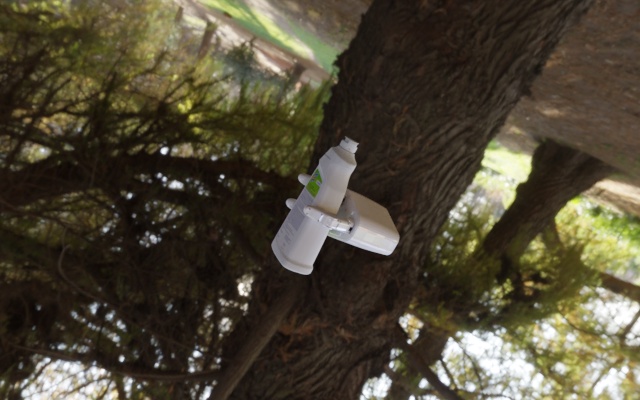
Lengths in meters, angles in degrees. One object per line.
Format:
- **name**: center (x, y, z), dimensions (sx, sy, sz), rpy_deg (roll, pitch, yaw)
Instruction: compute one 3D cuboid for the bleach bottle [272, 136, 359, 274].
- **bleach bottle**: center (0.000, 0.003, 0.869), dimensions (0.068, 0.251, 0.102), rpy_deg (22, 13, -31)
